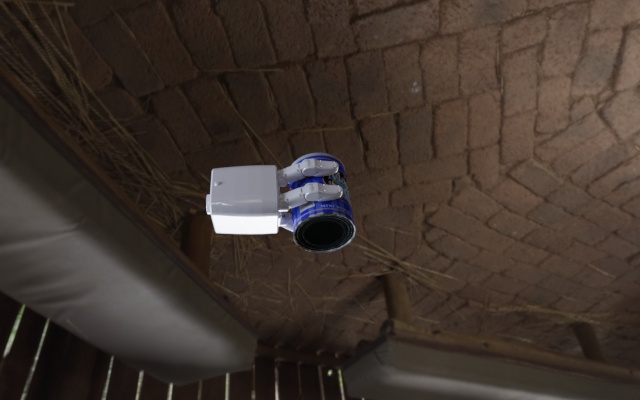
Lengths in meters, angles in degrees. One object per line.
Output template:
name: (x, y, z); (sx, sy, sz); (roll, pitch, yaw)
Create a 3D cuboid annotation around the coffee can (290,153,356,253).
coffee can: (0.000, 0.003, 0.815); (0.103, 0.140, 0.103); (-4, -42, -4)
